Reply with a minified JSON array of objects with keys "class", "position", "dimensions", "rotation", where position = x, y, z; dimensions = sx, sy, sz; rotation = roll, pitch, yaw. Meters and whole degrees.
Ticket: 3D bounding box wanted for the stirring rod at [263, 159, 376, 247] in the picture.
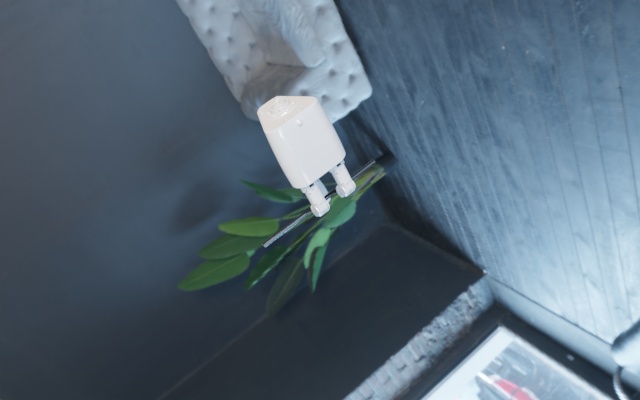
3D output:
[{"class":"stirring rod","position":[0.000,0.003,0.807],"dimensions":[0.239,0.011,0.011],"rotation":[-37,9,-12]}]
